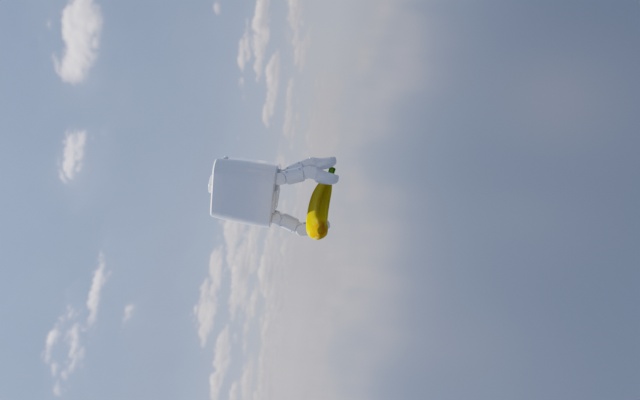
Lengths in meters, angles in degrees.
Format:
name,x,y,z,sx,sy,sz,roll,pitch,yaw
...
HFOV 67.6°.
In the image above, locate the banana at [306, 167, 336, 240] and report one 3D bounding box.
name,x,y,z,sx,sy,sz,roll,pitch,yaw
banana,-0.003,0.016,0.793,0.037,0.070,0.197,10,33,-1
